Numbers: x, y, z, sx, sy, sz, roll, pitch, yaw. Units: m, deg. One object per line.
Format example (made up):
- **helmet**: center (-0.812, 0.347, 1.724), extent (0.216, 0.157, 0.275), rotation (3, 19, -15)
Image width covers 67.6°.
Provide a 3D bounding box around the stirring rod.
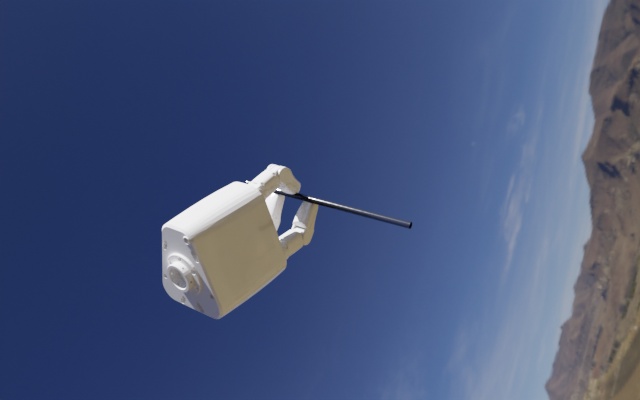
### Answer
- **stirring rod**: center (0.000, 0.002, 0.590), extent (0.239, 0.011, 0.011), rotation (14, 8, 31)
